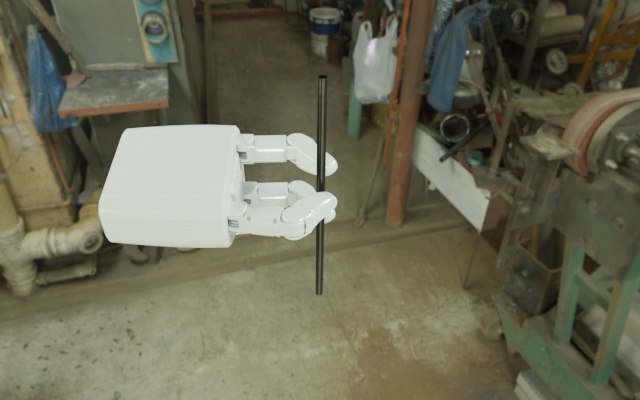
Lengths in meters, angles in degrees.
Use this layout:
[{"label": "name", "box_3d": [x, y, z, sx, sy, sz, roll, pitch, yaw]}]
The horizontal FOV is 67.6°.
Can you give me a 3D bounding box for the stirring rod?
[{"label": "stirring rod", "box_3d": [0.000, 0.002, 0.440, 0.011, 0.240, 0.011, 1, 36, 0]}]
